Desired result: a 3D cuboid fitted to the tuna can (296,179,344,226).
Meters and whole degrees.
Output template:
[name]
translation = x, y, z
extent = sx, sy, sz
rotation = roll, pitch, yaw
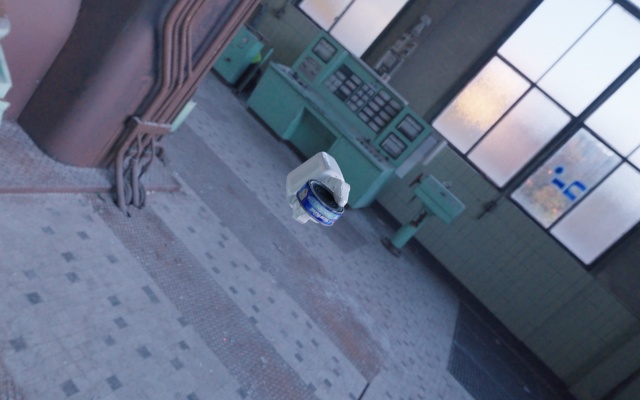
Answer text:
[tuna can]
translation = 0.001, 0.002, 0.843
extent = 0.034, 0.086, 0.086
rotation = -46, -19, 19
